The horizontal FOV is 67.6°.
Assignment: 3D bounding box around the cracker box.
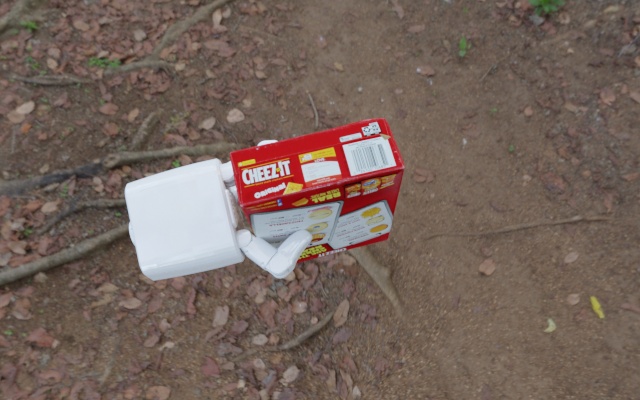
[{"bbox_3d":[0.000,0.002,0.558,0.164,0.072,0.214,-14,-24,-3],"label":"cracker box"}]
